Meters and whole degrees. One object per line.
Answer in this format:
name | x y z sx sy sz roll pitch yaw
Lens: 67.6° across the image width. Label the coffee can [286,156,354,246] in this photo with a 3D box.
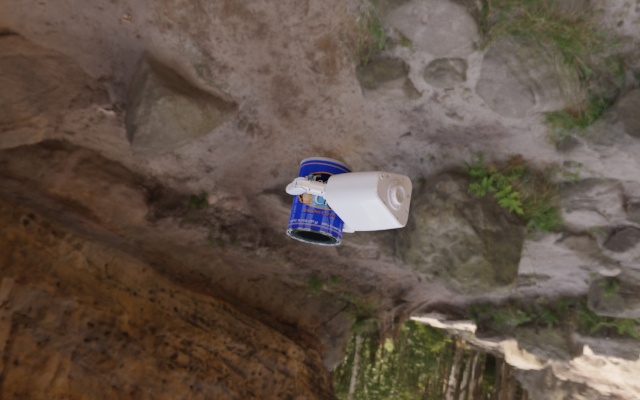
coffee can | 0.000 0.003 0.889 0.103 0.140 0.103 10 -17 3
